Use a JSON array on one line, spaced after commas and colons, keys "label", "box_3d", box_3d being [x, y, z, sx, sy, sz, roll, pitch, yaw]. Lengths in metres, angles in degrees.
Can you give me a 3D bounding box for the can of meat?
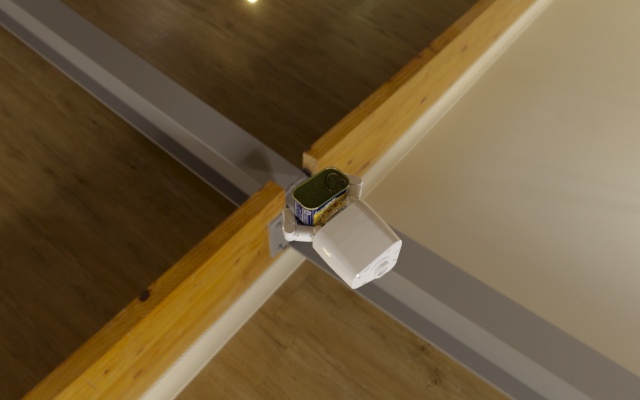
[{"label": "can of meat", "box_3d": [0.000, 0.003, 0.841, 0.102, 0.084, 0.057, -35, 61, -26]}]
